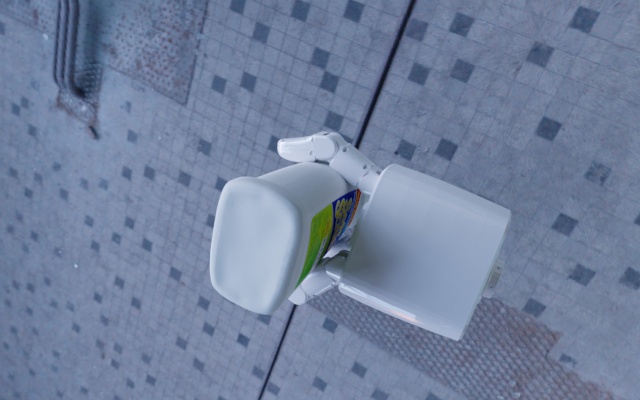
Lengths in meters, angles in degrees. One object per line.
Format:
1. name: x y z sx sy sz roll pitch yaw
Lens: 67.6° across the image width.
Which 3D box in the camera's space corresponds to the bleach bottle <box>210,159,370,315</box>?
1. bleach bottle: 0.000 0.002 0.439 0.068 0.103 0.250 23 25 16
